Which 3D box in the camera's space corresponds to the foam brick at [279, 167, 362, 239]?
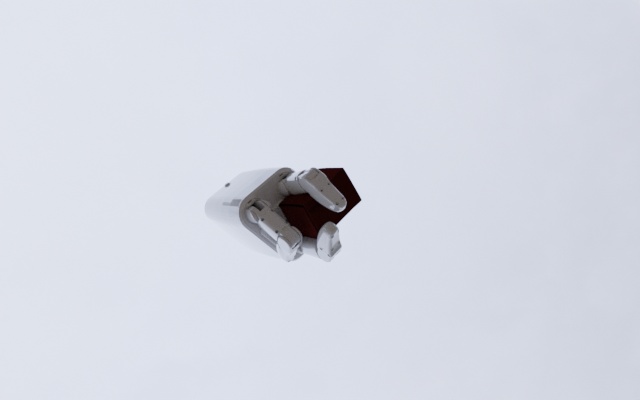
[{"bbox_3d":[0.000,0.002,0.583,0.078,0.053,0.051,-43,26,-29],"label":"foam brick"}]
